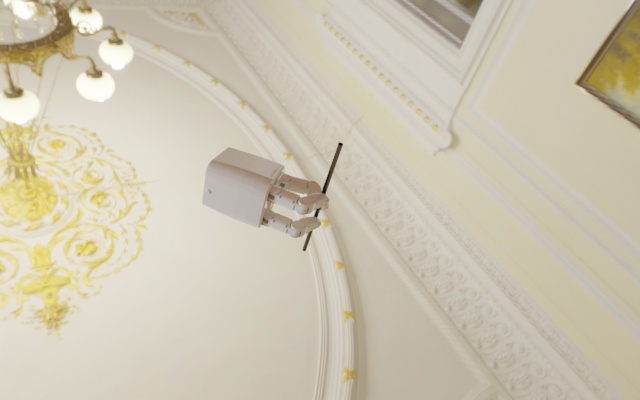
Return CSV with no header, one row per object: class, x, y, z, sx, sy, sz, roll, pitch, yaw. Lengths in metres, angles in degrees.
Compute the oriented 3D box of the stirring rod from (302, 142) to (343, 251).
stirring rod,0.000,0.002,0.787,0.011,0.240,0.011,11,41,-10
